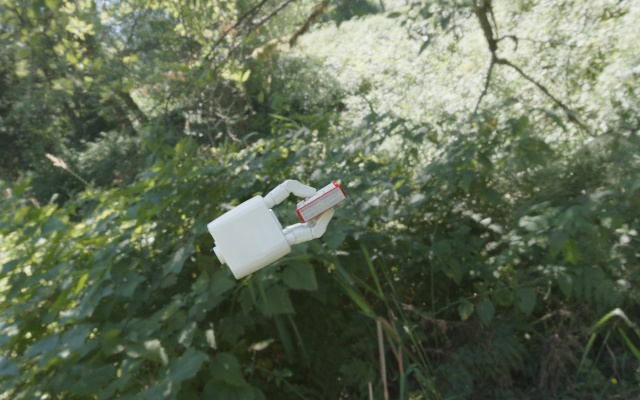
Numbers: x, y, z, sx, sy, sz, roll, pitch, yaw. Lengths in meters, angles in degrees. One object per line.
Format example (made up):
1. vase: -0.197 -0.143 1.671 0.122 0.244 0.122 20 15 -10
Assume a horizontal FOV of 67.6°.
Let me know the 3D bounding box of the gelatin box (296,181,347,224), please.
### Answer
1. gelatin box: 0.000 0.002 0.847 0.089 0.030 0.073 -32 8 1
